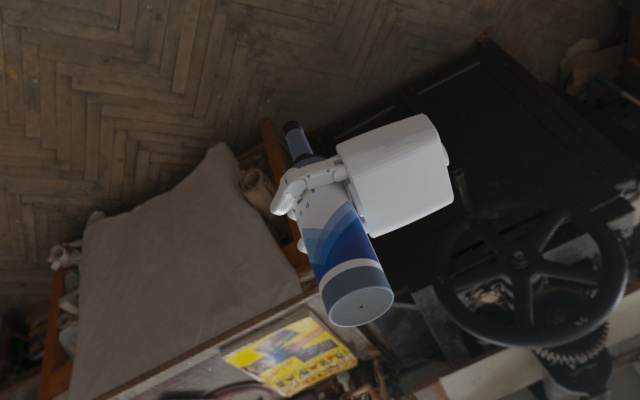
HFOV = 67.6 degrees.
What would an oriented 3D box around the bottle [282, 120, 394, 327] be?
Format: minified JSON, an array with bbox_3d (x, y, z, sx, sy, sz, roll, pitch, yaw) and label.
[{"bbox_3d":[0.000,0.002,0.555,0.069,0.069,0.295,0,43,-22],"label":"bottle"}]
